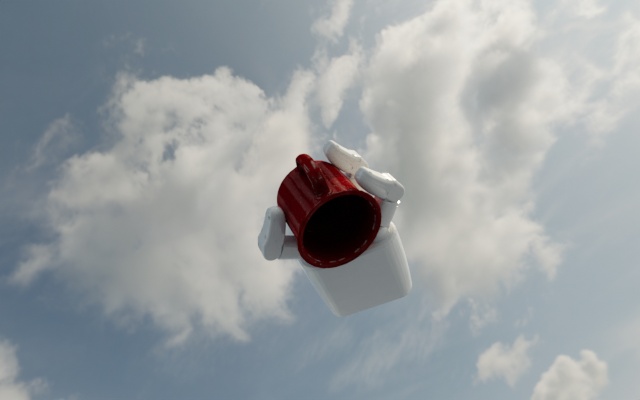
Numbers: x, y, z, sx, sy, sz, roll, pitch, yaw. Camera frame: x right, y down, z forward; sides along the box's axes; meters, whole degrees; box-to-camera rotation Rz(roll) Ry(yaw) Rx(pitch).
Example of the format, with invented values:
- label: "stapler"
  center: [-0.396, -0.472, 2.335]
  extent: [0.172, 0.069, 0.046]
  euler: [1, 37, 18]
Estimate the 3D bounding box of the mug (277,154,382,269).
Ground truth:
- label: "mug"
  center: [-0.001, 0.001, 0.493]
  extent: [0.093, 0.117, 0.081]
  euler: [-31, 40, -7]
